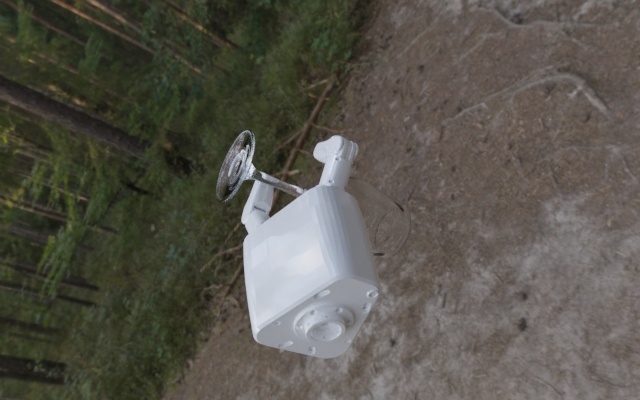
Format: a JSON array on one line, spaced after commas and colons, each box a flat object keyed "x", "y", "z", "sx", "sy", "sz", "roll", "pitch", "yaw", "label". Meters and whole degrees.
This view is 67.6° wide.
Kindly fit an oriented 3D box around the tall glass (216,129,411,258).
[{"x": 0.000, "y": 0.001, "z": 0.494, "sx": 0.201, "sy": 0.079, "sz": 0.079, "roll": 23, "pitch": -11, "yaw": -28, "label": "tall glass"}]
